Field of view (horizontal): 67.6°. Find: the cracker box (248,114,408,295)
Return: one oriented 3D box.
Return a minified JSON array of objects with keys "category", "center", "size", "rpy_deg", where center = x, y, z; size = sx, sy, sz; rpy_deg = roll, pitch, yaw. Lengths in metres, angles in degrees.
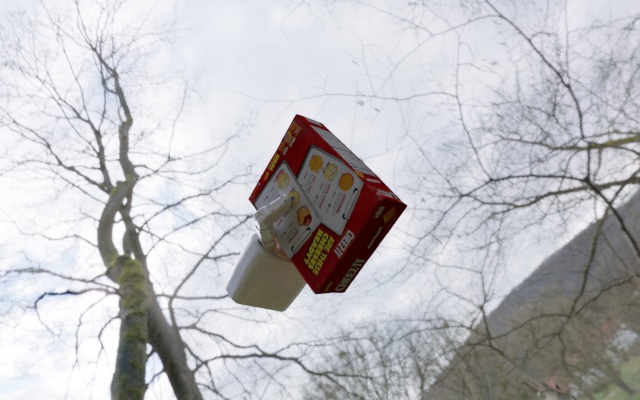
[{"category":"cracker box","center":[0.000,0.002,0.691],"size":[0.072,0.164,0.213],"rpy_deg":[9,31,-46]}]
